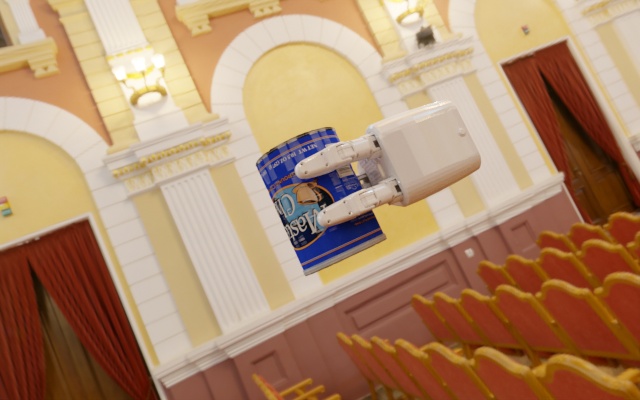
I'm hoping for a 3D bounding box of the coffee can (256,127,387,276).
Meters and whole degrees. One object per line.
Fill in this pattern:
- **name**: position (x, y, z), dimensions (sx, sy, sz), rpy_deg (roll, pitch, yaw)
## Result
- **coffee can**: position (0.000, 0.002, 0.548), dimensions (0.103, 0.140, 0.103), rpy_deg (-24, -6, -3)
